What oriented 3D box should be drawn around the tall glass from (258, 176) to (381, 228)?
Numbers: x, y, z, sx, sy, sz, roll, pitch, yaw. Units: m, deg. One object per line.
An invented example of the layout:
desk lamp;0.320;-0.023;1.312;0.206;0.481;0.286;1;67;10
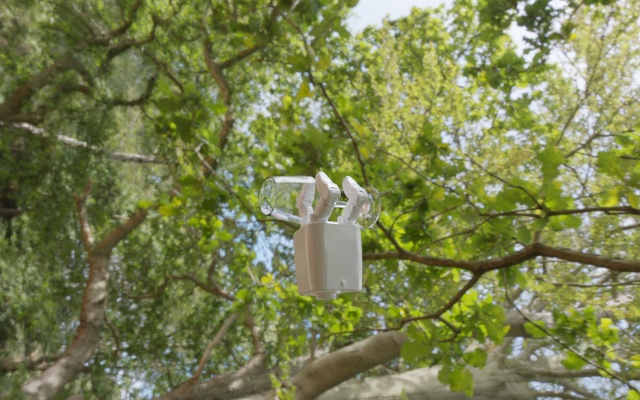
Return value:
tall glass;0.001;0.003;0.794;0.201;0.079;0.079;7;-4;-33
